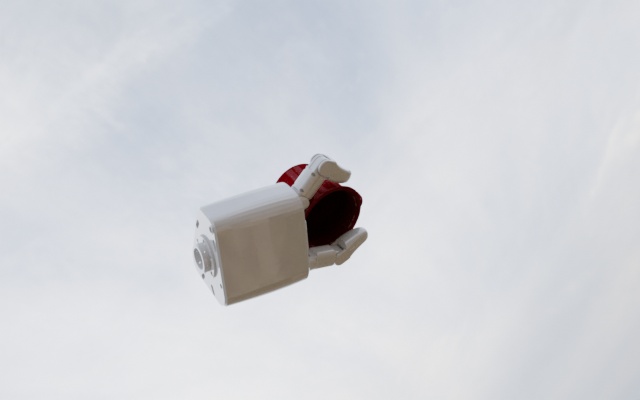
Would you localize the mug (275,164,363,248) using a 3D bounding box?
[{"bbox_3d":[0.001,0.001,0.613,0.117,0.093,0.081,-16,38,-33],"label":"mug"}]
